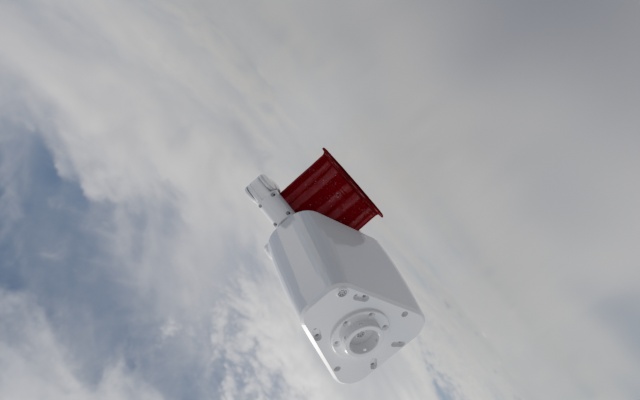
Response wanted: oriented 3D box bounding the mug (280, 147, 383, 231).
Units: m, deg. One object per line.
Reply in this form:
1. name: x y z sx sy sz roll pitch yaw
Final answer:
1. mug: -0.001 0.001 0.499 0.093 0.081 0.117 45 7 -32
